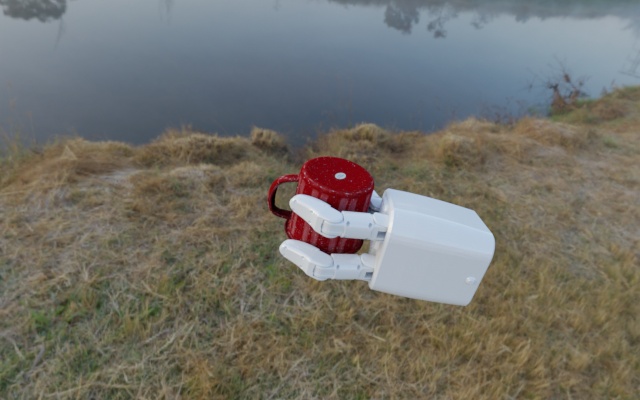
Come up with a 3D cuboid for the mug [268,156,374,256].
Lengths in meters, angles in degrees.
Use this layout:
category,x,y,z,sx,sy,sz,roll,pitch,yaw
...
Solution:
category,x,y,z,sx,sy,sz,roll,pitch,yaw
mug,-0.001,0.001,0.529,0.117,0.081,0.093,12,32,-2
